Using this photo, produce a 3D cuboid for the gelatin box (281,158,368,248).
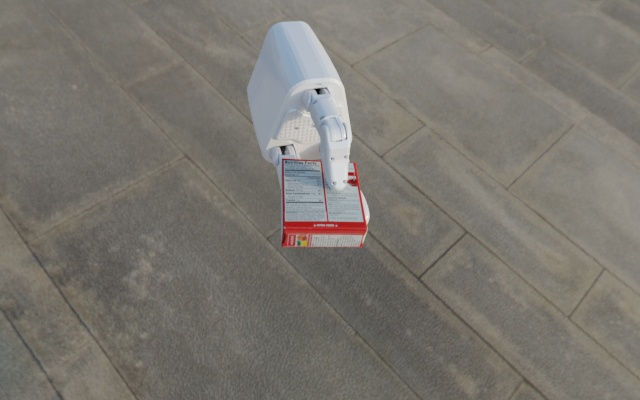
[{"bbox_3d":[0.000,0.001,0.441,0.073,0.089,0.030,1,-43,-8],"label":"gelatin box"}]
